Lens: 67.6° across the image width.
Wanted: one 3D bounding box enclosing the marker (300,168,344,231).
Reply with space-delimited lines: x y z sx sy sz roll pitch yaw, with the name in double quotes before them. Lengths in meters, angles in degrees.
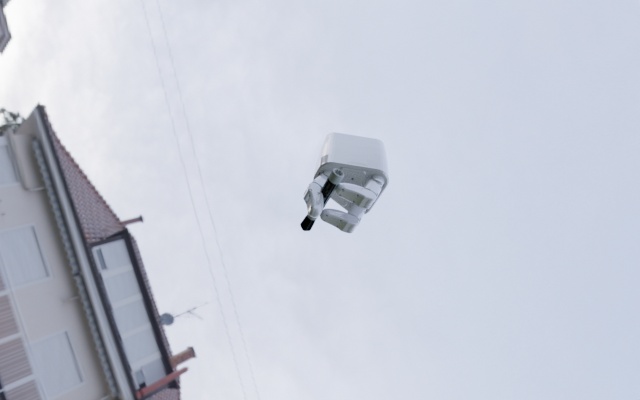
"marker" 0.000 0.002 0.710 0.020 0.020 0.121 0 -44 -36
